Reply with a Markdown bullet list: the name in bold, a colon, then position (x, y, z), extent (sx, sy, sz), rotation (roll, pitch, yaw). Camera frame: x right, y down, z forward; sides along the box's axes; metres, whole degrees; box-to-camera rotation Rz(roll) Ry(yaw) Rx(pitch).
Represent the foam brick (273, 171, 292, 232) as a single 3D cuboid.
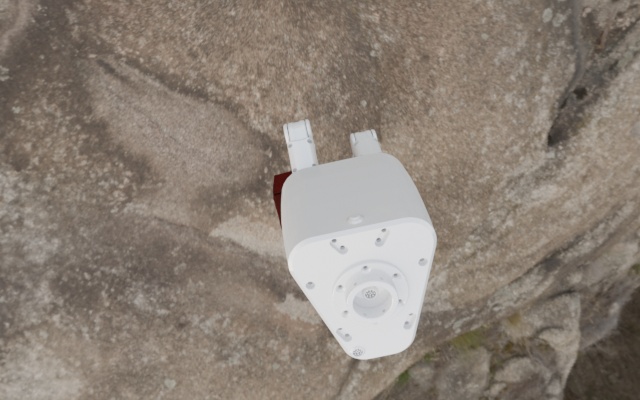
- **foam brick**: position (0.000, 0.002, 0.425), extent (0.078, 0.053, 0.051), rotation (-12, 24, 2)
